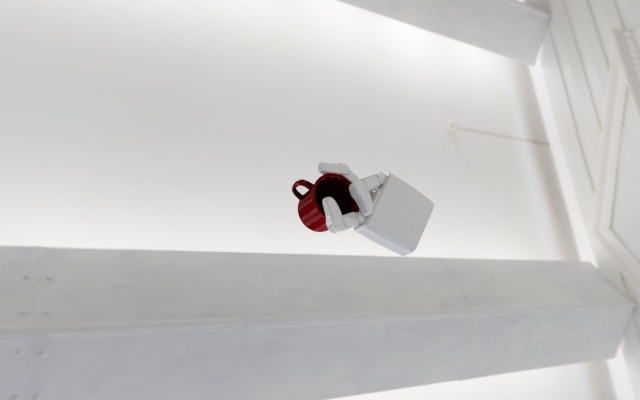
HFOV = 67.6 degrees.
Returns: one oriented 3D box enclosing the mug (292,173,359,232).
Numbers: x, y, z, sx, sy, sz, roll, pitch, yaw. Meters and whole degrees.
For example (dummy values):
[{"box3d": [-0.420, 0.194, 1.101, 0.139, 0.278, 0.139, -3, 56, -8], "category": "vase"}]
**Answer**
[{"box3d": [-0.001, 0.002, 0.848, 0.117, 0.093, 0.081, 31, -31, -15], "category": "mug"}]
